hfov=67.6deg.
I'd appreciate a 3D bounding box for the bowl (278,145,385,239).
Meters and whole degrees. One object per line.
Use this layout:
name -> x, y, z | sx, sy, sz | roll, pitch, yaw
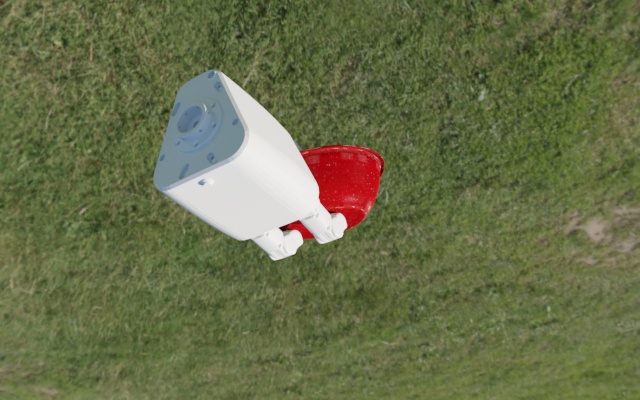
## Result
bowl -> 0.001, 0.002, 0.538 | 0.162, 0.055, 0.162 | -12, -22, -5
